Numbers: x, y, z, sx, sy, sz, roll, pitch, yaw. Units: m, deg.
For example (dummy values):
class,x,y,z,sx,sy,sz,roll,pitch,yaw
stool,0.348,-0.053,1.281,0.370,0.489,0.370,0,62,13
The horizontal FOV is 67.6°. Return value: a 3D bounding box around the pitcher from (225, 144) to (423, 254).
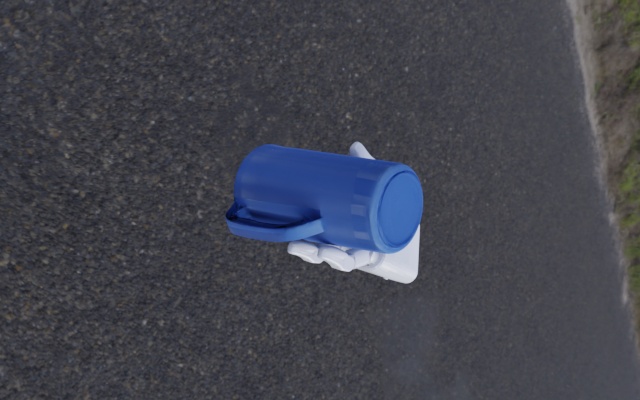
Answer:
class,x,y,z,sx,sy,sz,roll,pitch,yaw
pitcher,0.000,0.002,0.628,0.243,0.149,0.145,9,-13,43
